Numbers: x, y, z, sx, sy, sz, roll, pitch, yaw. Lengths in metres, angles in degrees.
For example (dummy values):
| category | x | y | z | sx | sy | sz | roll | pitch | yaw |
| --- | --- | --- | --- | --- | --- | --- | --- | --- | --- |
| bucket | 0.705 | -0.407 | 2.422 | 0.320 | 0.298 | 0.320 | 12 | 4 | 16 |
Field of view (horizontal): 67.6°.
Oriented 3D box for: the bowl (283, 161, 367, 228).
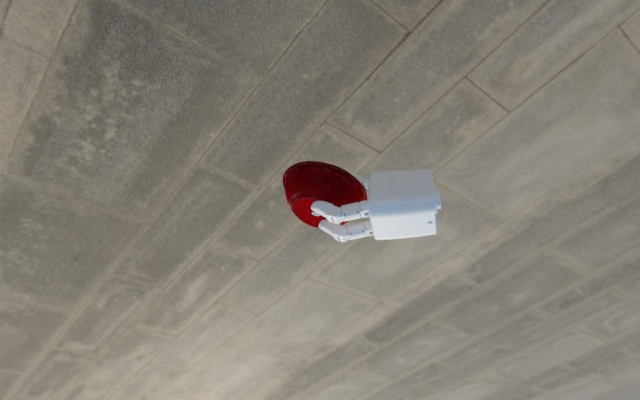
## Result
| category | x | y | z | sx | sy | sz | roll | pitch | yaw |
| --- | --- | --- | --- | --- | --- | --- | --- | --- | --- |
| bowl | -0.001 | 0.003 | 0.861 | 0.162 | 0.055 | 0.162 | 13 | -35 | 10 |
